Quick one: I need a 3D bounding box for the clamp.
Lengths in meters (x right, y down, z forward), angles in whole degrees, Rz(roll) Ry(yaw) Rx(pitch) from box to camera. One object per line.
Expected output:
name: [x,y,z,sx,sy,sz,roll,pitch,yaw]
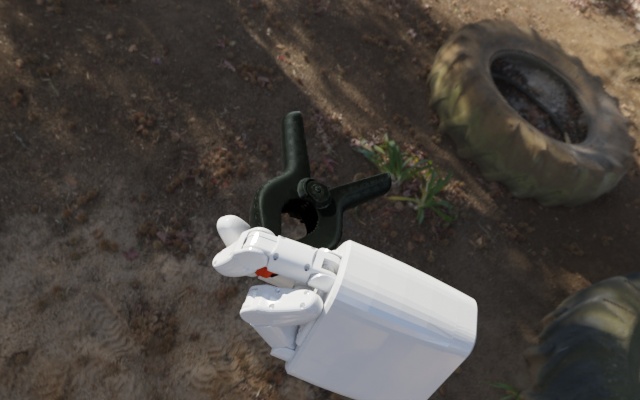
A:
clamp: [0.000,0.001,0.410,0.120,0.171,0.039,24,-40,-5]
